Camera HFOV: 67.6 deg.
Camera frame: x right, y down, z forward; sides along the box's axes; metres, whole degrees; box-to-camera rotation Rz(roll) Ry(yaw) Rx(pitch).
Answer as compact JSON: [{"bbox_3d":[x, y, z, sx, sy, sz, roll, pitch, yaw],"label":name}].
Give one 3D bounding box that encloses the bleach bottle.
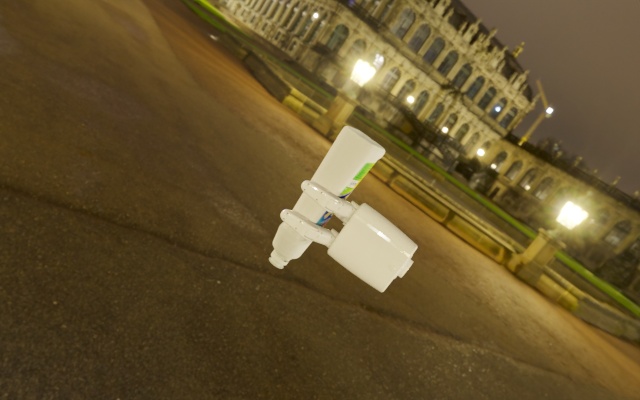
[{"bbox_3d":[0.000,0.002,0.764,0.068,0.251,0.102,38,13,12],"label":"bleach bottle"}]
